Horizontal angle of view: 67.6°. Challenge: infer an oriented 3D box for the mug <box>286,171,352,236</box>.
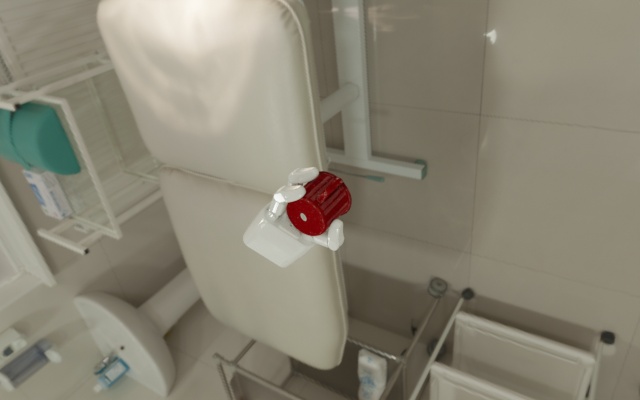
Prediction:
[{"bbox_3d":[0.001,0.002,0.818,0.081,0.093,0.117,-44,-1,-42],"label":"mug"}]
